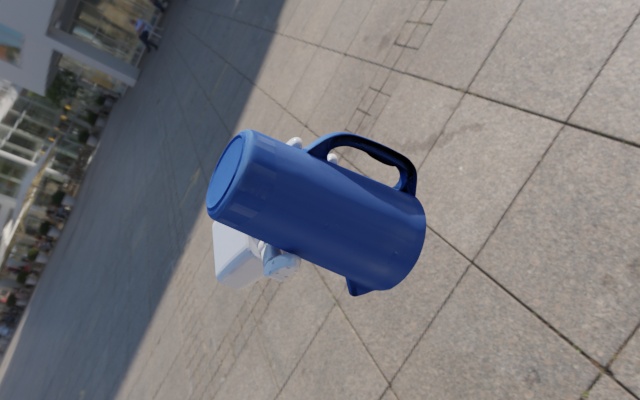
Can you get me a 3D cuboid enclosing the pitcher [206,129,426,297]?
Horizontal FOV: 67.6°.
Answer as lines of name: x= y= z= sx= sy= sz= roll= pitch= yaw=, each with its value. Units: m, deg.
pitcher: x=0.000 y=0.002 z=0.568 sx=0.243 sy=0.149 sz=0.145 roll=24 pitch=-40 yaw=-26
